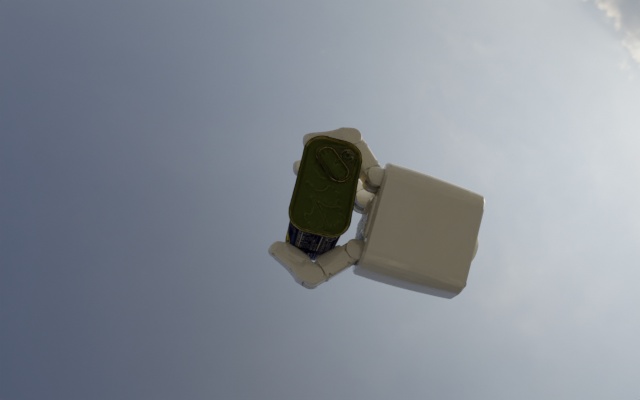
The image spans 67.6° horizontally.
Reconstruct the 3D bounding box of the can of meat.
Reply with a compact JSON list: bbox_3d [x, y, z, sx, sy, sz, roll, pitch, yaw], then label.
[{"bbox_3d":[0.000,0.002,0.476,0.057,0.102,0.084,13,-26,-3],"label":"can of meat"}]
